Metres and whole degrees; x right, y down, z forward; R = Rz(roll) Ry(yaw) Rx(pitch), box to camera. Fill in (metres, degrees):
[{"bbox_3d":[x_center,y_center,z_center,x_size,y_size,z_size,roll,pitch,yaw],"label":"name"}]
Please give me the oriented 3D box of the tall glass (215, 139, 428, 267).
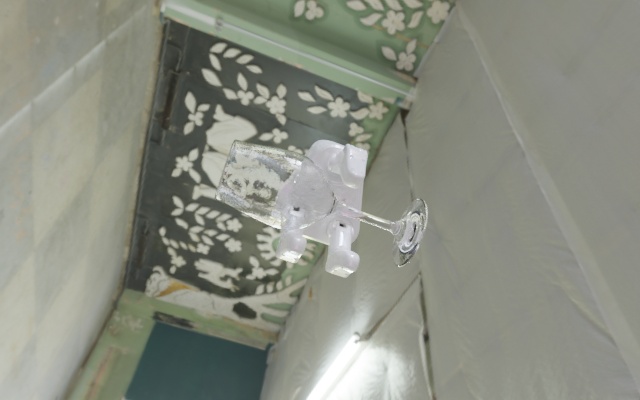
[{"bbox_3d":[0.001,0.002,0.480,0.201,0.079,0.079,19,-3,-10],"label":"tall glass"}]
